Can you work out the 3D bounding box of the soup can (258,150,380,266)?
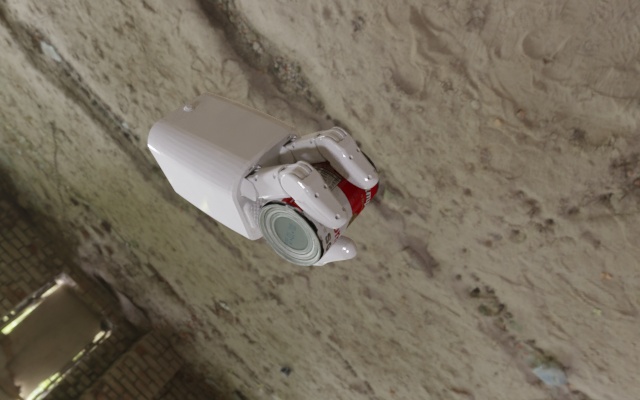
[{"bbox_3d":[0.000,0.002,0.429,0.068,0.068,0.102,0,34,40],"label":"soup can"}]
